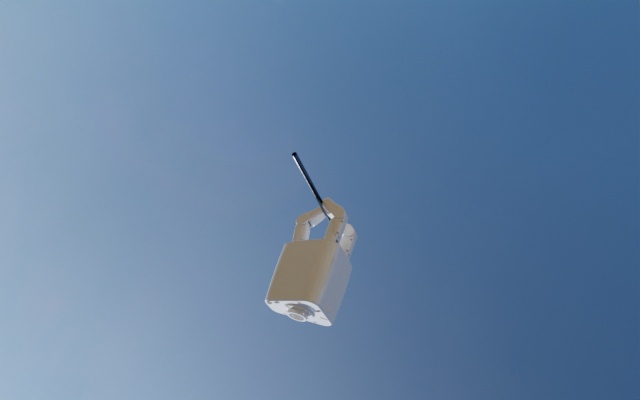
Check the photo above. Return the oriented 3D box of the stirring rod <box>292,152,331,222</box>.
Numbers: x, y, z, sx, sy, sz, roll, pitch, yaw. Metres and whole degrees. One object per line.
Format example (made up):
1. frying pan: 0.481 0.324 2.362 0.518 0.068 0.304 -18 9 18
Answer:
1. stirring rod: 0.000 0.003 0.802 0.011 0.011 0.240 0 -37 24
